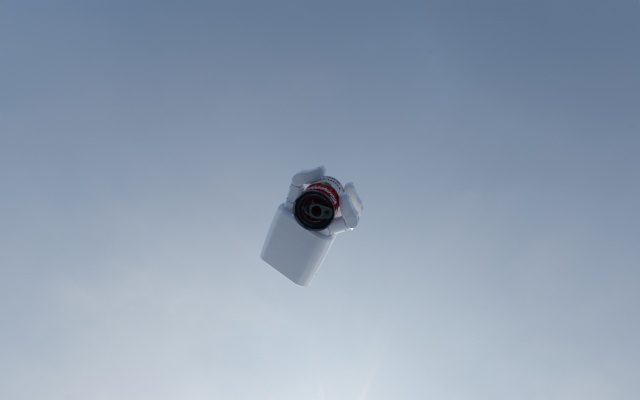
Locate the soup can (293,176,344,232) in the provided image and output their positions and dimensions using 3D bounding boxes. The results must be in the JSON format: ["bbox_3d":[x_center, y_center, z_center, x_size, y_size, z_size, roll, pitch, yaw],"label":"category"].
[{"bbox_3d":[0.000,0.002,0.792,0.068,0.068,0.102,0,17,13],"label":"soup can"}]
